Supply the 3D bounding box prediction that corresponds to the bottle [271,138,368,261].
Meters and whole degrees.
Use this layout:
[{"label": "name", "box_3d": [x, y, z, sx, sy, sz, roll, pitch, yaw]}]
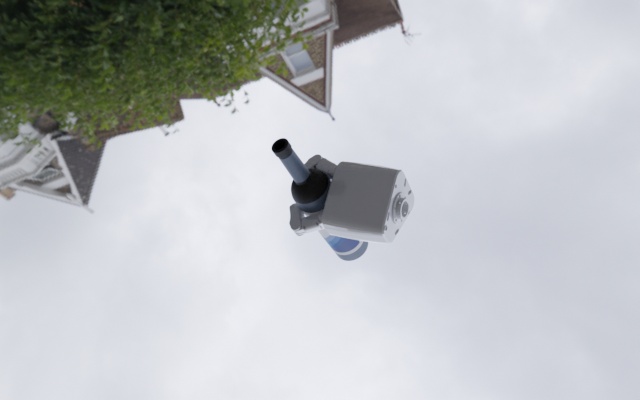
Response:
[{"label": "bottle", "box_3d": [0.000, 0.003, 0.790, 0.069, 0.069, 0.296, 0, -34, 29]}]
